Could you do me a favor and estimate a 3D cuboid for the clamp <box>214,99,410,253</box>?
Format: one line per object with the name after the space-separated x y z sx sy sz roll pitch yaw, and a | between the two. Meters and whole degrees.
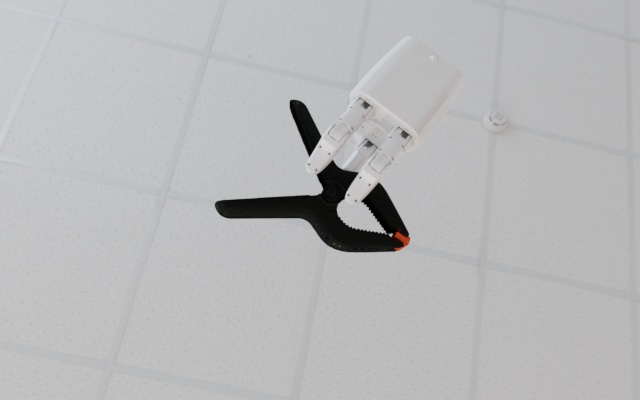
0.001 0.002 0.536 0.210 0.164 0.036 38 -17 5 | clamp
